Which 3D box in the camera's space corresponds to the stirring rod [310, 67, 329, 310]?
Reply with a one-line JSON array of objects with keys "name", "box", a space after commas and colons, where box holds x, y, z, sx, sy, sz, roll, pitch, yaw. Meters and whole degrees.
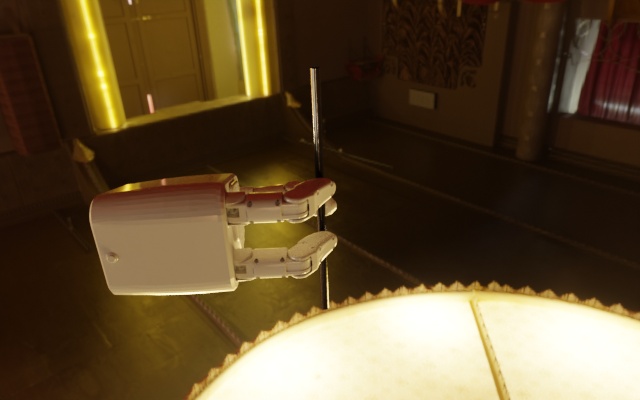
[{"name": "stirring rod", "box": [0.000, 0.001, 0.437, 0.011, 0.240, 0.011, -2, 26, 1]}]
